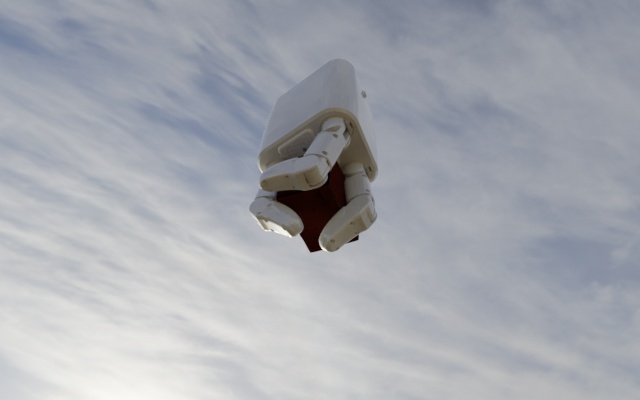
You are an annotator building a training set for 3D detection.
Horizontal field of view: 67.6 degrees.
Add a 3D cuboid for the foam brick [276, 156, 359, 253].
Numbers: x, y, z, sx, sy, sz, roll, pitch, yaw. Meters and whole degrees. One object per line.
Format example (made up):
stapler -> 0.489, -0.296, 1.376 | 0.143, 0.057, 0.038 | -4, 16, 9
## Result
foam brick -> 0.000, 0.002, 0.451 | 0.053, 0.078, 0.051 | -15, 40, 17
